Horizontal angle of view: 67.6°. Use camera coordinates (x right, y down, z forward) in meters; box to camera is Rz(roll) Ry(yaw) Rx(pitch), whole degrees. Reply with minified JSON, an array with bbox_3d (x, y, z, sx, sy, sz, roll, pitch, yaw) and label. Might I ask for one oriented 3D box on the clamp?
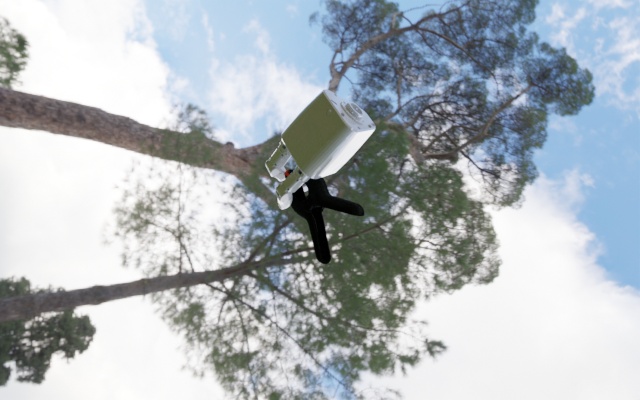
[{"bbox_3d":[0.000,0.002,0.771,0.120,0.171,0.039,-45,-27,28],"label":"clamp"}]
